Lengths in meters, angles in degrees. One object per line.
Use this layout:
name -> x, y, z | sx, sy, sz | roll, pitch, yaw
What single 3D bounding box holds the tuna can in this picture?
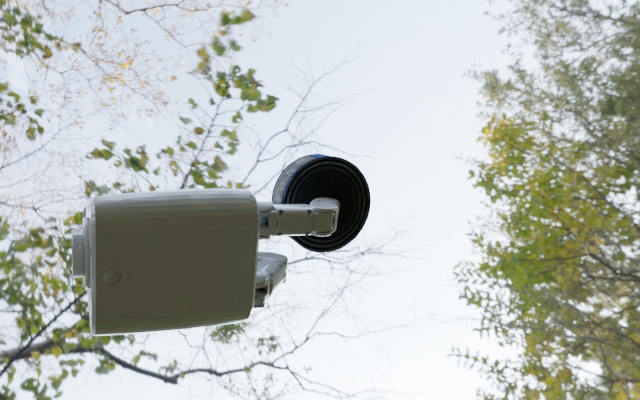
tuna can -> 0.000, 0.001, 0.430 | 0.086, 0.086, 0.033 | 0, 11, -26
